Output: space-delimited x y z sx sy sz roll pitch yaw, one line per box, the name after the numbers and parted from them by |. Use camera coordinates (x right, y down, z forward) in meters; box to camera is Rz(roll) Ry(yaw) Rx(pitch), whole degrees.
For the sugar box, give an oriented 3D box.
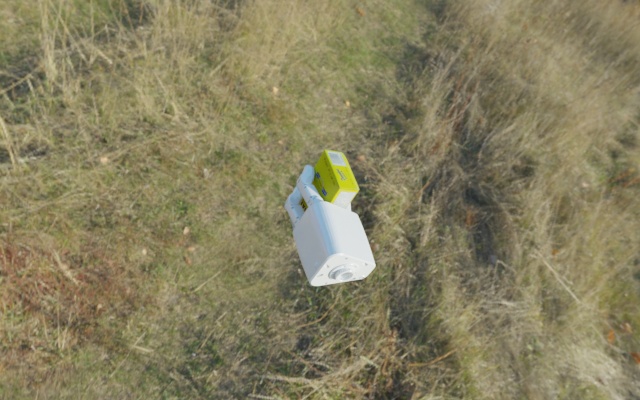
0.000 0.003 0.861 0.048 0.093 0.176 6 -43 -30 | sugar box
